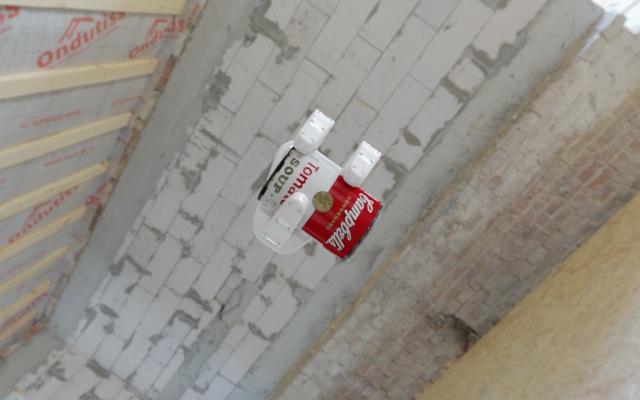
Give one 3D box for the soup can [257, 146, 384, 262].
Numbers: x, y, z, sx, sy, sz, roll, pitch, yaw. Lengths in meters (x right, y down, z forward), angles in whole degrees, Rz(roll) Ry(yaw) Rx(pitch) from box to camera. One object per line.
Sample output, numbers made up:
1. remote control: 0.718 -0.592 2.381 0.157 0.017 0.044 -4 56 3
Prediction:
1. soup can: 0.000 0.001 0.454 0.102 0.068 0.068 36 -1 -2
